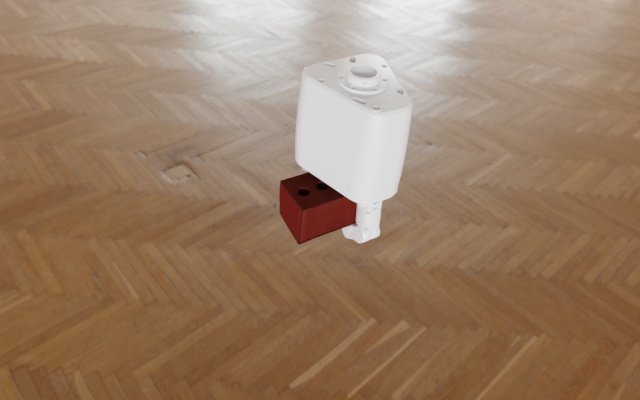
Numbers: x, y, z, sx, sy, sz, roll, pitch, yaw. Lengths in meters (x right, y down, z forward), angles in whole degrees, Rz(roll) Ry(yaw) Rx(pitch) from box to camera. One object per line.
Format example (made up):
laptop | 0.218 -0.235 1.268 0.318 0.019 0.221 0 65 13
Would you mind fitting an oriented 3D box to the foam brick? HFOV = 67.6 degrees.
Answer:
foam brick | 0.000 0.002 0.517 0.078 0.051 0.053 -19 49 -23
